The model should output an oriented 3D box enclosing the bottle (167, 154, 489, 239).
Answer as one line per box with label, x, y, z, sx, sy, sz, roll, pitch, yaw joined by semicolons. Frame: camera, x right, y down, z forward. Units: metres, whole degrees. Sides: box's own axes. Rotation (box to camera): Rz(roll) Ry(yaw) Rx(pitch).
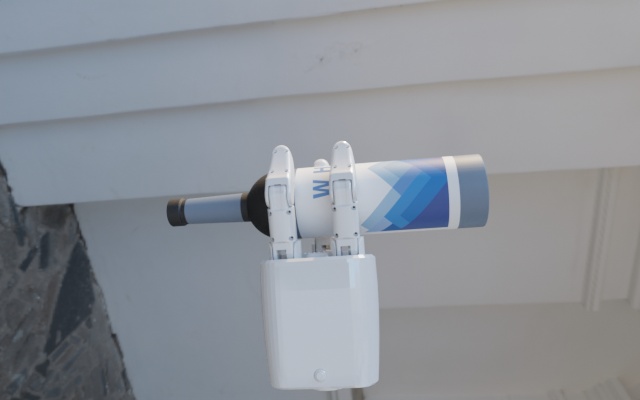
bottle;0.000;0.001;0.452;0.296;0.069;0.069;-4;-1;7
